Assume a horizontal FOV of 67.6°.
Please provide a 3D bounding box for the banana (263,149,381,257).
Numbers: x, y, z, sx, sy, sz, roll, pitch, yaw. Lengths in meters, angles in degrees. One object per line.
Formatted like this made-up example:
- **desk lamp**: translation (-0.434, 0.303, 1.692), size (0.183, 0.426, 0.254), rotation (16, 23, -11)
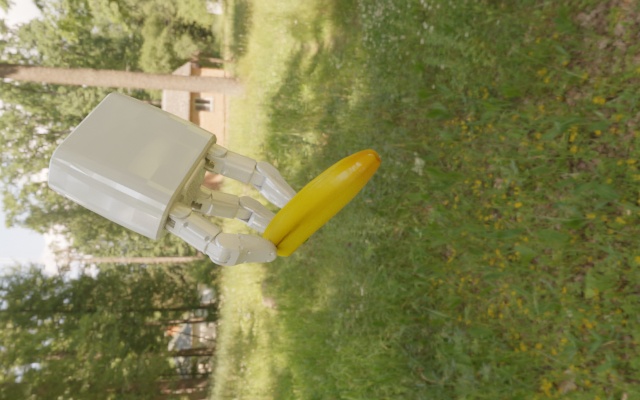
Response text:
- **banana**: translation (-0.013, 0.013, 0.437), size (0.069, 0.037, 0.198), rotation (-40, -3, -31)
